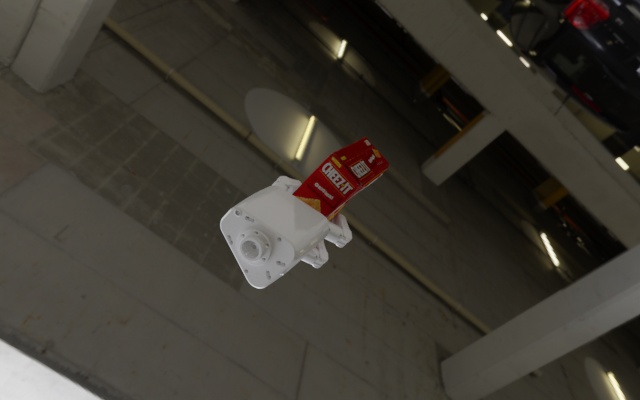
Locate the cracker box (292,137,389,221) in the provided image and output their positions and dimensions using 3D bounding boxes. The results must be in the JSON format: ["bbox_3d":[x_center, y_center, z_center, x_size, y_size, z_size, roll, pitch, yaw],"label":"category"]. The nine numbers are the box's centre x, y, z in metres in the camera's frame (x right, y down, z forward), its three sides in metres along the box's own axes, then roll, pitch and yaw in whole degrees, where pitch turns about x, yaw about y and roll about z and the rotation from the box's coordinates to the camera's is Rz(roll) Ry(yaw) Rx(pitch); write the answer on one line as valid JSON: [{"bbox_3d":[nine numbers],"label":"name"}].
[{"bbox_3d":[0.000,0.003,0.776,0.214,0.072,0.164,-43,-3,27],"label":"cracker box"}]
